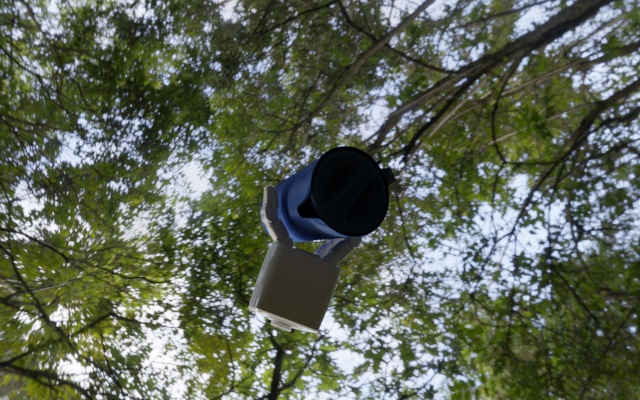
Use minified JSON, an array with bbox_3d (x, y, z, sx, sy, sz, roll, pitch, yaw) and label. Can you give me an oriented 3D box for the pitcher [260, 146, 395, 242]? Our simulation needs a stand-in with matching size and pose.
[{"bbox_3d":[0.000,0.003,0.786,0.149,0.145,0.243,25,-20,-22],"label":"pitcher"}]
